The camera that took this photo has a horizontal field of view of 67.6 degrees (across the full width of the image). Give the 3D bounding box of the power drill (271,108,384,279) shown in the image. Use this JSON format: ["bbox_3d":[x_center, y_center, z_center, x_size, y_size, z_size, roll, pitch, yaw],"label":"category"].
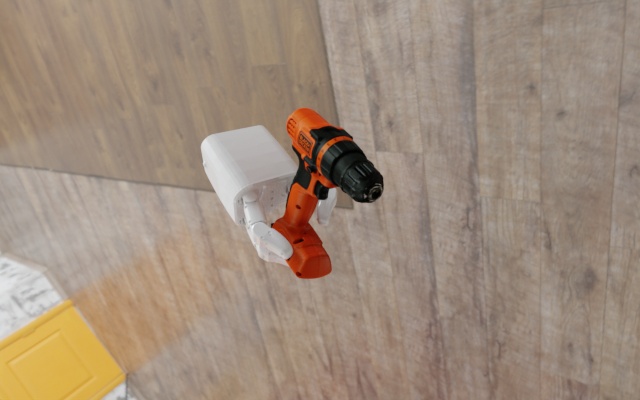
[{"bbox_3d":[0.000,0.002,0.585,0.057,0.188,0.184,-2,34,-30],"label":"power drill"}]
